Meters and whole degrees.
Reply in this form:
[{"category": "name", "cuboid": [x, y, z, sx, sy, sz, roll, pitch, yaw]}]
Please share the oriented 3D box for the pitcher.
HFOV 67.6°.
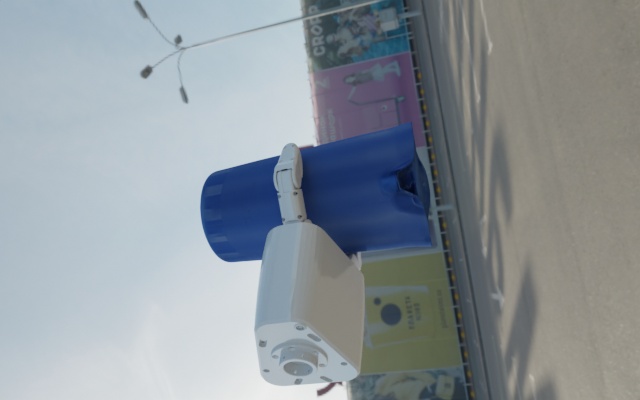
[{"category": "pitcher", "cuboid": [0.000, 0.002, 0.541, 0.243, 0.149, 0.145, -9, 42, 13]}]
